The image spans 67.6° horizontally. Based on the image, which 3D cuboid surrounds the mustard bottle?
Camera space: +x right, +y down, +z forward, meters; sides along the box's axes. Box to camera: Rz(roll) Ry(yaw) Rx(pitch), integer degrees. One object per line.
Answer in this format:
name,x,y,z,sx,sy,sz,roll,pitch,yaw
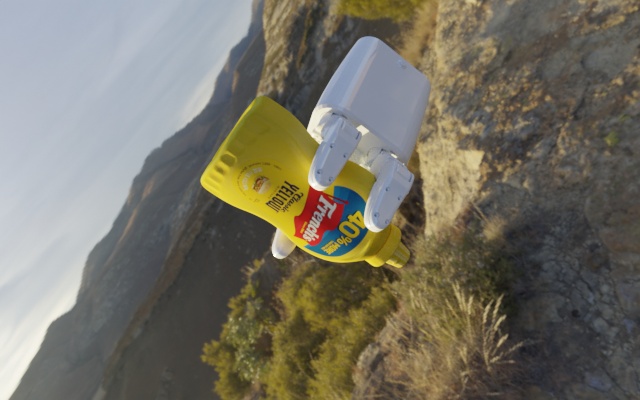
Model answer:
mustard bottle,0.000,0.001,0.414,0.192,0.096,0.058,34,34,-14
